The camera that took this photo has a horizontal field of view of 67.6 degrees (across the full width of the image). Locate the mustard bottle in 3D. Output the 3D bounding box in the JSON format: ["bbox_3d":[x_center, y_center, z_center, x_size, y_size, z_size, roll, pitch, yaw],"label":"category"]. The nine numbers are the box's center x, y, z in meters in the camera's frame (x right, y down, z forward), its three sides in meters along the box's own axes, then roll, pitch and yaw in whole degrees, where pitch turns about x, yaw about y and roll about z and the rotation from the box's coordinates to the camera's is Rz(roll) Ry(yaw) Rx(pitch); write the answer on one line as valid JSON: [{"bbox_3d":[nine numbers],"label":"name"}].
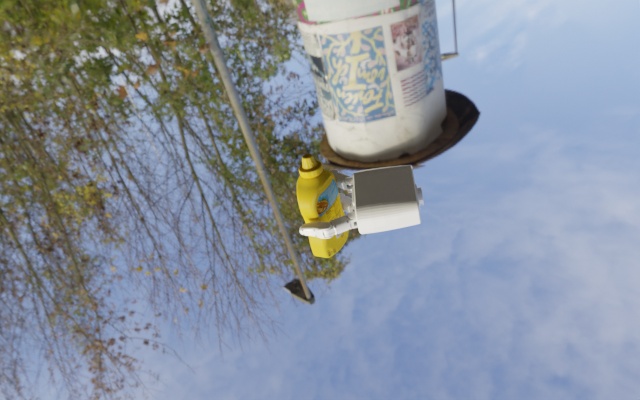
[{"bbox_3d":[0.000,0.003,0.856,0.058,0.192,0.096,7,39,31],"label":"mustard bottle"}]
